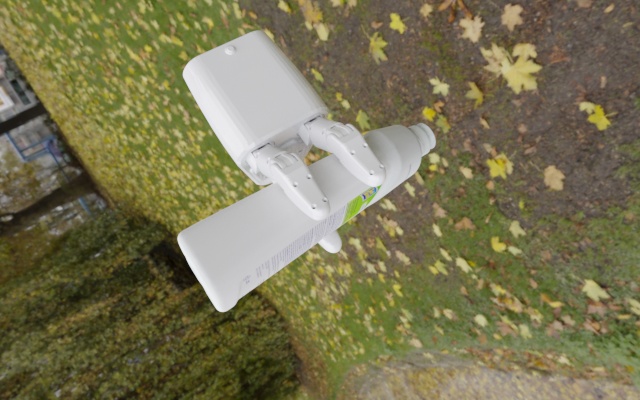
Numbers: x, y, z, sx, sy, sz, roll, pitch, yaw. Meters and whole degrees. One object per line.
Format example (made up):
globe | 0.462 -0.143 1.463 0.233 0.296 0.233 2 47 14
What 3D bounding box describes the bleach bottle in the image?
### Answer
bleach bottle | 0.000 0.001 0.436 0.251 0.068 0.103 -31 -14 -18
